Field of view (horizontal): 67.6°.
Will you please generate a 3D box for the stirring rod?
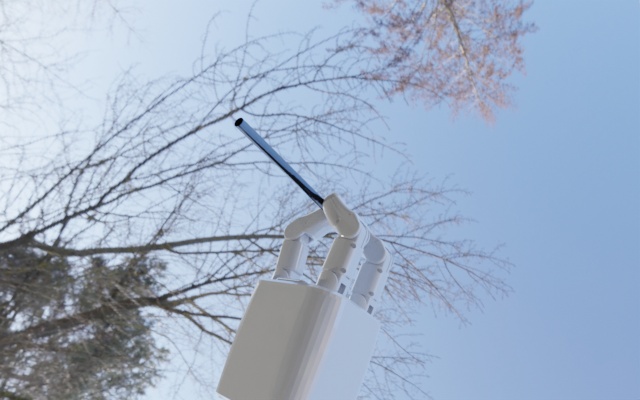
[{"bbox_3d":[0.000,0.001,0.431,0.011,0.011,0.240,0,-29,34],"label":"stirring rod"}]
